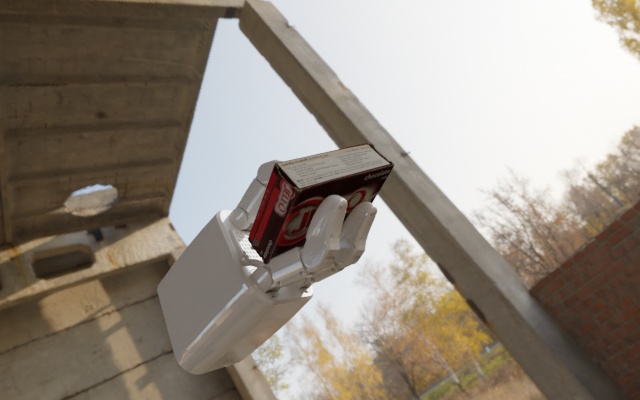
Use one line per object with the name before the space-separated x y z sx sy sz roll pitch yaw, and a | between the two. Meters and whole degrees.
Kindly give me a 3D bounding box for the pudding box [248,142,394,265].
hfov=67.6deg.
pudding box | 0.000 0.001 0.413 0.113 0.090 0.039 -20 58 -41
